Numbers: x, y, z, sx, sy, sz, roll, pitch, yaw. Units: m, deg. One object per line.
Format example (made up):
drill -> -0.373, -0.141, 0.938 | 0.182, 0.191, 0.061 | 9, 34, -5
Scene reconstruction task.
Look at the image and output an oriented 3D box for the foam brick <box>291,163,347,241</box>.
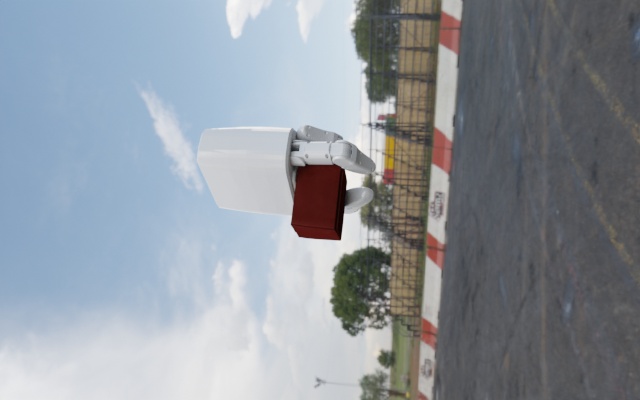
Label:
foam brick -> 0.000, 0.002, 0.539 | 0.051, 0.078, 0.053 | 3, -19, 9
